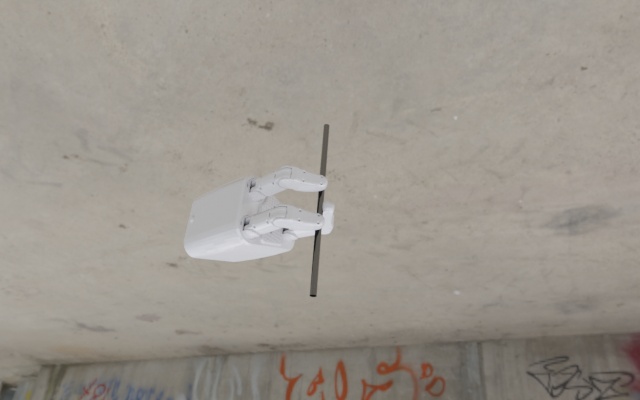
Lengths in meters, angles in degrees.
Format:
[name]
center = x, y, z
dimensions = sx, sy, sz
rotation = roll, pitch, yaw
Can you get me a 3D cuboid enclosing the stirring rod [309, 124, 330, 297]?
[stirring rod]
center = 0.000, 0.002, 0.587
dimensions = 0.011, 0.239, 0.011
rotation = 3, -30, 2
